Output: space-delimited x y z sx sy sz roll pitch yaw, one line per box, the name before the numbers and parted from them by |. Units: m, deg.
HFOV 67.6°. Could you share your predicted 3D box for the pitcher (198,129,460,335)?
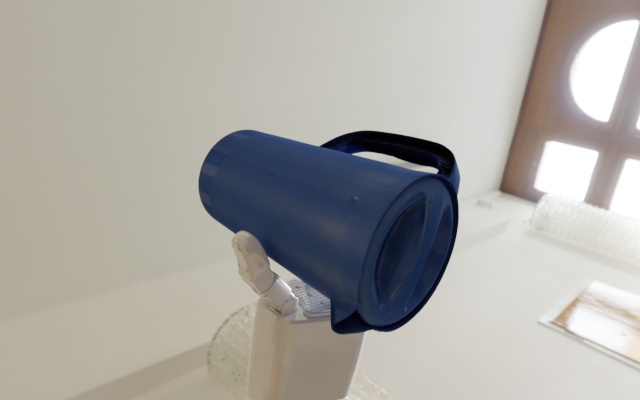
pitcher | 0.000 0.002 0.451 0.242 0.145 0.149 24 23 40
